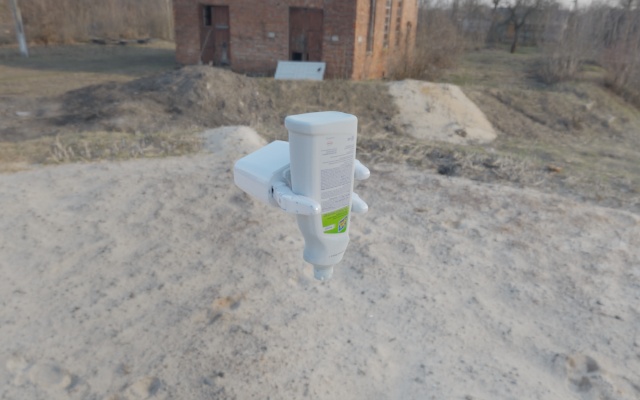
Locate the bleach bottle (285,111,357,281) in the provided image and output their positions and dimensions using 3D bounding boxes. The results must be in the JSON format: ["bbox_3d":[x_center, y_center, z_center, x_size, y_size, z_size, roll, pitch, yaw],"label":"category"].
[{"bbox_3d":[0.000,0.002,0.695,0.102,0.251,0.068,-14,26,-37],"label":"bleach bottle"}]
